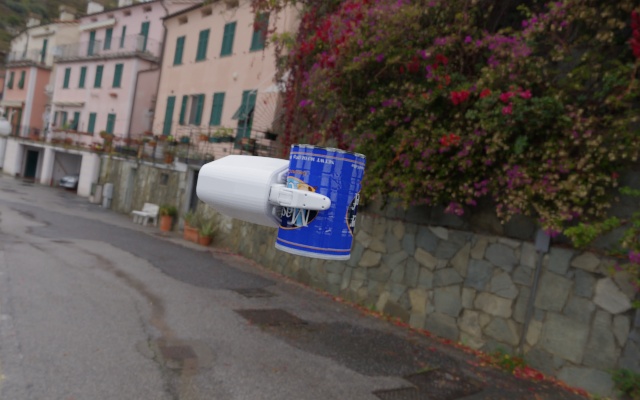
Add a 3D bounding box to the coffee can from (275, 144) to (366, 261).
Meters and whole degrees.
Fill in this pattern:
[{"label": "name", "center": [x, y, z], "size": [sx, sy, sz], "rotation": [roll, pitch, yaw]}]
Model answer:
[{"label": "coffee can", "center": [0.000, 0.002, 0.645], "size": [0.103, 0.140, 0.103], "rotation": [9, 1, 0]}]
